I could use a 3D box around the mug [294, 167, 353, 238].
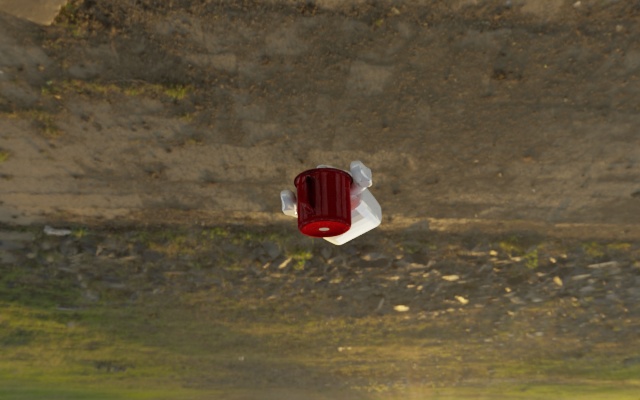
[{"bbox_3d":[0.000,0.002,0.719,0.093,0.081,0.117,-13,-27,24],"label":"mug"}]
